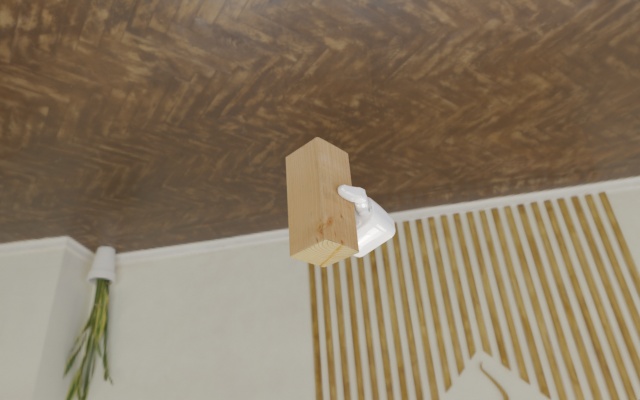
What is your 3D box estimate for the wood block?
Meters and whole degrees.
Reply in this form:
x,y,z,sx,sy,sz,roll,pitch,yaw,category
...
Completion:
x,y,z,sx,sy,sz,roll,pitch,yaw,category
0.001,0.003,0.869,0.091,0.206,0.090,-28,-36,35,wood block
